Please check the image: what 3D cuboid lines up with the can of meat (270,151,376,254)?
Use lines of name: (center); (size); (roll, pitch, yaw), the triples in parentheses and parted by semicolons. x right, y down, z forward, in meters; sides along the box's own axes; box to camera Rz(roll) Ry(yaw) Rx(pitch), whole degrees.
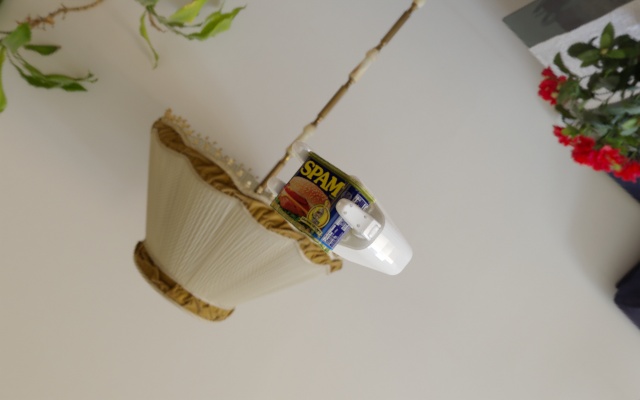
can of meat: (0.000, 0.002, 0.568); (0.102, 0.084, 0.057); (37, -3, 39)
